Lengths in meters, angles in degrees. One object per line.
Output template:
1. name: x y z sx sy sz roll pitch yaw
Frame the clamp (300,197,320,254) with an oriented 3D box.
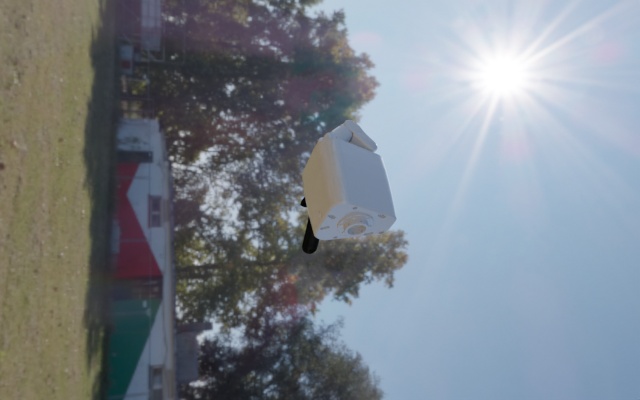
1. clamp: 0.001 0.002 0.762 0.039 0.120 0.172 4 -37 -16
